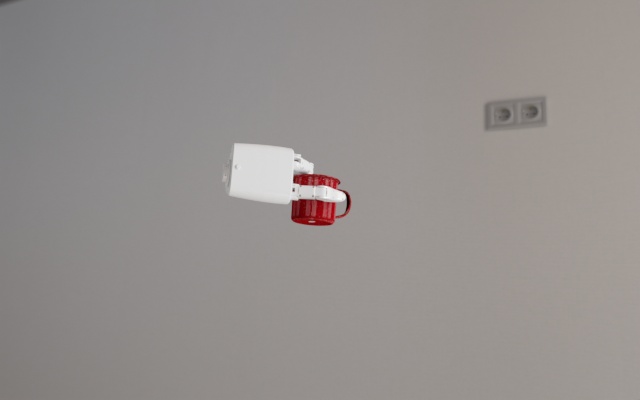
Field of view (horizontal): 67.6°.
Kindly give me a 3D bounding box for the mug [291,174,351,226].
[{"bbox_3d":[0.001,0.003,0.886,0.117,0.081,0.093,7,-12,-15],"label":"mug"}]
